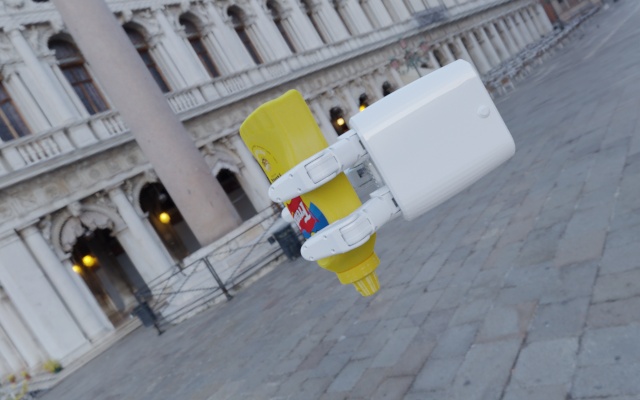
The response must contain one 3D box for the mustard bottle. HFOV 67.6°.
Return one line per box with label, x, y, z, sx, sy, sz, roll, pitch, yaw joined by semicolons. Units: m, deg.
mustard bottle;0.000;0.001;0.432;0.058;0.191;0.096;-32;5;-22
